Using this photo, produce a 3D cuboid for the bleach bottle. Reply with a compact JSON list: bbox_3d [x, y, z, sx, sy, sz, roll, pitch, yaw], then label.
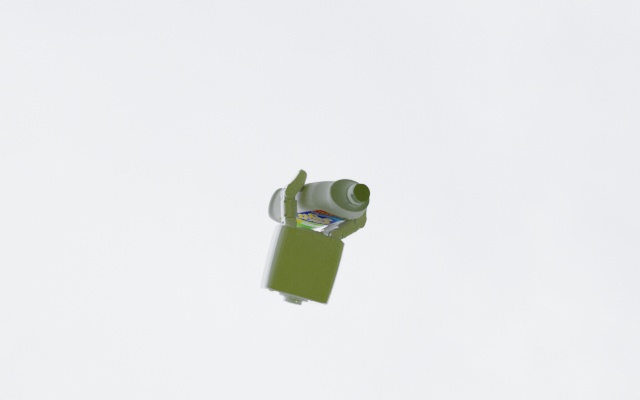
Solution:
[{"bbox_3d":[0.000,0.003,0.799,0.102,0.068,0.251,22,-16,-21],"label":"bleach bottle"}]
